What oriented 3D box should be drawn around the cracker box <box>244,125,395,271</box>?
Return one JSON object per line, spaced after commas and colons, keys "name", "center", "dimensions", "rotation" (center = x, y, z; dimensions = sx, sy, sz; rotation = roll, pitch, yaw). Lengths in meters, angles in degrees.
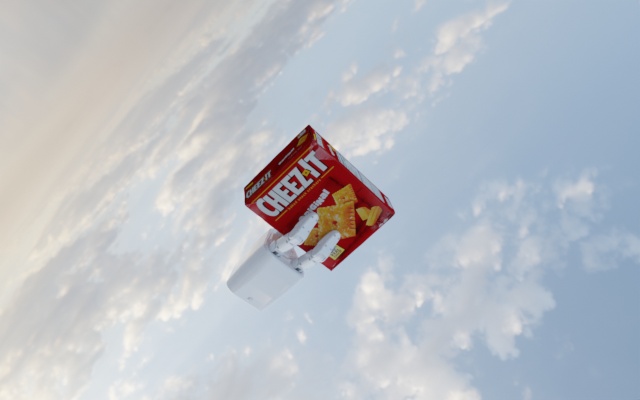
{"name": "cracker box", "center": [0.000, 0.003, 0.830], "dimensions": [0.214, 0.164, 0.072], "rotation": [40, 16, -27]}
